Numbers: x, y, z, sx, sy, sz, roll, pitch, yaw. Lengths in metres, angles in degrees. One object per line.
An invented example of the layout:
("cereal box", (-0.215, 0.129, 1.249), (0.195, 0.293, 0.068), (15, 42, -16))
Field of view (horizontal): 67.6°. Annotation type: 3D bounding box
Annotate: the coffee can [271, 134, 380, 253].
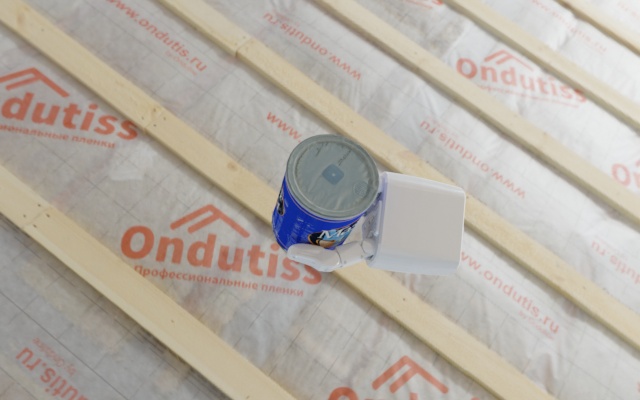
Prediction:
("coffee can", (0.000, 0.002, 0.569), (0.103, 0.102, 0.140), (0, -26, -13))
